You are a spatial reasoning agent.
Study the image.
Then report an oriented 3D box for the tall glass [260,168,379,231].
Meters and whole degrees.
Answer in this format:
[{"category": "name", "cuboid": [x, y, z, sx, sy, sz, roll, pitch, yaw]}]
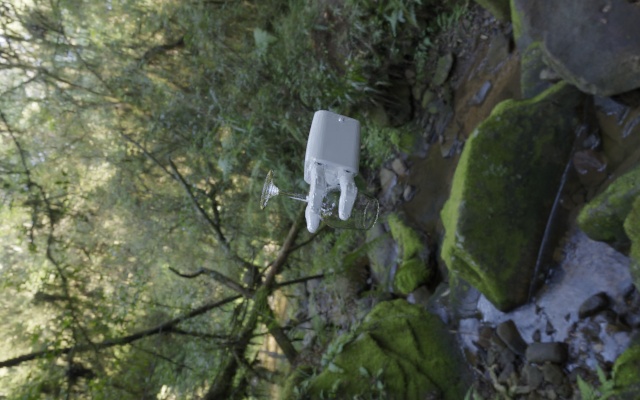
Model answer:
[{"category": "tall glass", "cuboid": [-0.001, 0.003, 0.850, 0.201, 0.079, 0.079, 14, -4, -15]}]
